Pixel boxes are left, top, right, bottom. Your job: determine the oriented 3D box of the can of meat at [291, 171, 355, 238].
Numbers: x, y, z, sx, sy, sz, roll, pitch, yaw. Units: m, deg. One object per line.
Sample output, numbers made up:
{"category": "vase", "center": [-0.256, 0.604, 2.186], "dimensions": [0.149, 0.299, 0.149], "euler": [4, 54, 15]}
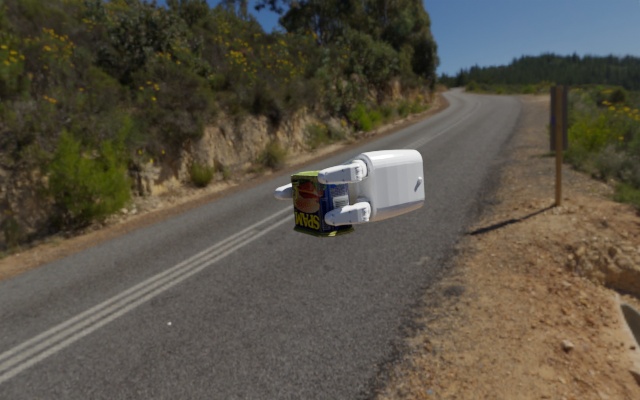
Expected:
{"category": "can of meat", "center": [0.000, 0.002, 0.676], "dimensions": [0.057, 0.084, 0.102], "euler": [-9, 9, -30]}
